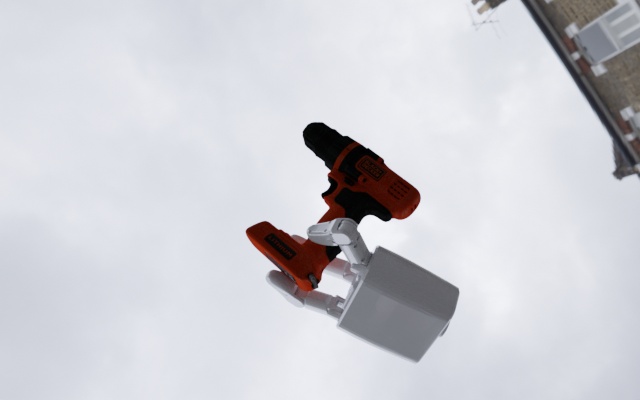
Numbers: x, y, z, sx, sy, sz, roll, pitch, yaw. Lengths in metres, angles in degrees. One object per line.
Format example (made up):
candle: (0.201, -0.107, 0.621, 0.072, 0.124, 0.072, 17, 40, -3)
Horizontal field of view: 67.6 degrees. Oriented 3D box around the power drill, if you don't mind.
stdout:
power drill: (0.000, 0.002, 0.588, 0.184, 0.187, 0.057, 39, -15, 24)
